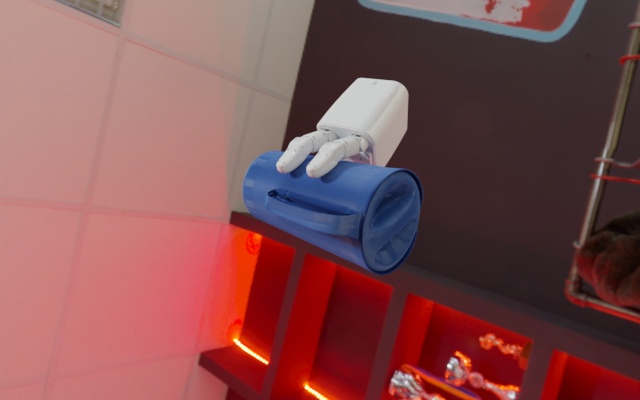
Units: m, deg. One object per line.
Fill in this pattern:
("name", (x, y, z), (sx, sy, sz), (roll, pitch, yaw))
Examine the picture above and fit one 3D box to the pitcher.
("pitcher", (0.000, 0.002, 0.644), (0.243, 0.145, 0.149), (16, -31, 40))
